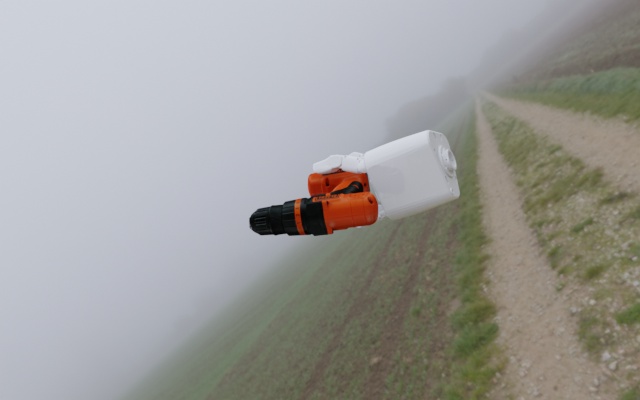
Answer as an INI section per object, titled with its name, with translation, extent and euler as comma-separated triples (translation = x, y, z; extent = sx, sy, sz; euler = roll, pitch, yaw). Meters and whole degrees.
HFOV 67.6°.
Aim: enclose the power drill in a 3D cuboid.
[power drill]
translation = 0.000, 0.002, 0.729
extent = 0.184, 0.057, 0.187
euler = -6, 17, 12
